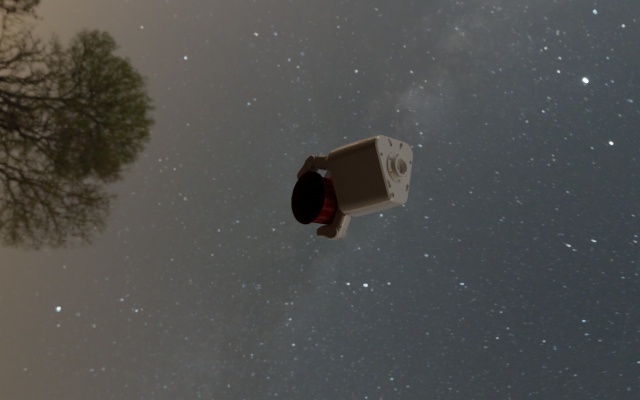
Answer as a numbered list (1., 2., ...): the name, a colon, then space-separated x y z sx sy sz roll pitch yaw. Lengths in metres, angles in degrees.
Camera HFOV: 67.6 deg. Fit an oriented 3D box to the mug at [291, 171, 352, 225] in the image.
1. mug: -0.001 0.003 0.852 0.081 0.093 0.117 12 -16 -40
